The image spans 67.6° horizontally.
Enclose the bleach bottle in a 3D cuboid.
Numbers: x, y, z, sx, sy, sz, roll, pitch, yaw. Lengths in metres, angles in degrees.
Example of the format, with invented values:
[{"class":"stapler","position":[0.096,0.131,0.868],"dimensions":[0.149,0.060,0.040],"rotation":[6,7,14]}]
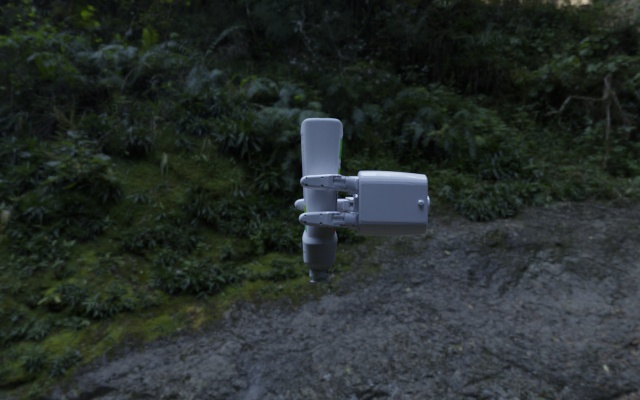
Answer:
[{"class":"bleach bottle","position":[0.000,0.002,0.761],"dimensions":[0.068,0.251,0.102],"rotation":[1,-4,0]}]
